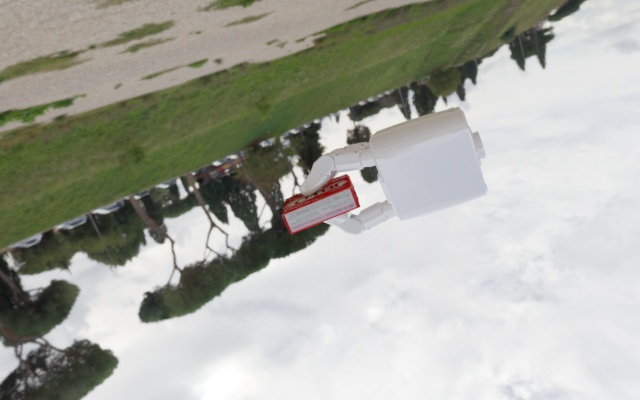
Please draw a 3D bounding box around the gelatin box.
[{"bbox_3d":[0.000,0.002,0.576,0.089,0.030,0.073,-23,14,5],"label":"gelatin box"}]
